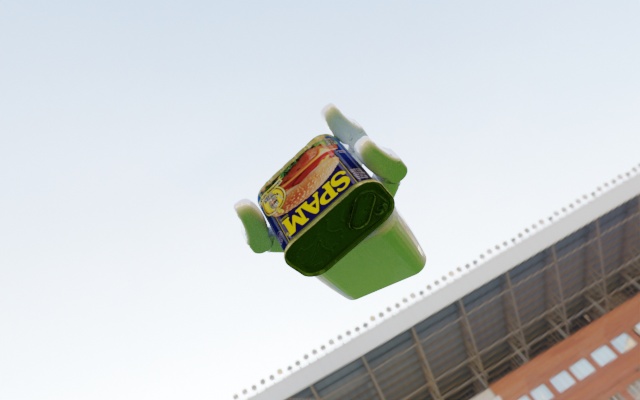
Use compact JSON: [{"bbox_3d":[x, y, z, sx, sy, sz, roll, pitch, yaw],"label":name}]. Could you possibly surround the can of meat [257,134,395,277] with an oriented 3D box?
[{"bbox_3d":[0.000,0.001,0.422,0.057,0.102,0.084,41,10,-45],"label":"can of meat"}]
